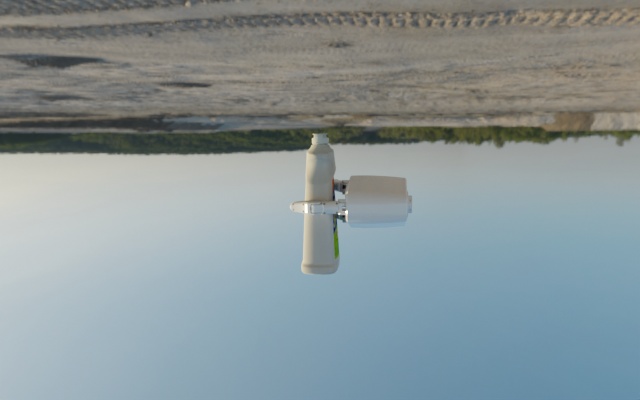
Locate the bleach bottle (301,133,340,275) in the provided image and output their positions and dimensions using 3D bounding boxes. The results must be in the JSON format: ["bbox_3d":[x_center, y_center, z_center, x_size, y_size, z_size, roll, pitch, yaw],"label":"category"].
[{"bbox_3d":[0.000,0.003,0.883,0.068,0.251,0.102,0,8,8],"label":"bleach bottle"}]
